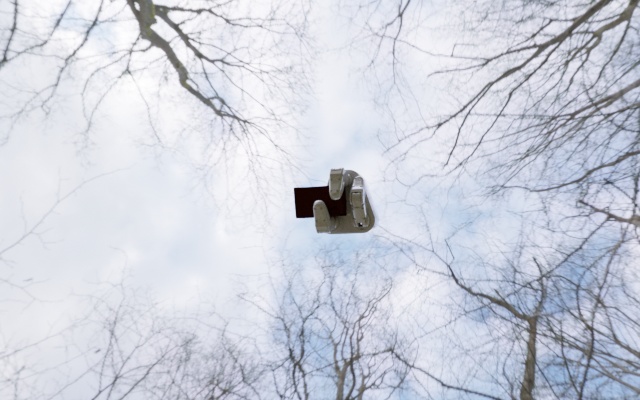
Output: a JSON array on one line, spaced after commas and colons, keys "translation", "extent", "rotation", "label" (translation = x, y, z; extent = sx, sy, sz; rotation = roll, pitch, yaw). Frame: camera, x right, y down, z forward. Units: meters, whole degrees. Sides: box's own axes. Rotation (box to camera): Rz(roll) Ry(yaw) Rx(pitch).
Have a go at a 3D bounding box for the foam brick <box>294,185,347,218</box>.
[{"translation": [0.000, 0.003, 0.798], "extent": [0.078, 0.053, 0.051], "rotation": [-3, -2, 14], "label": "foam brick"}]
